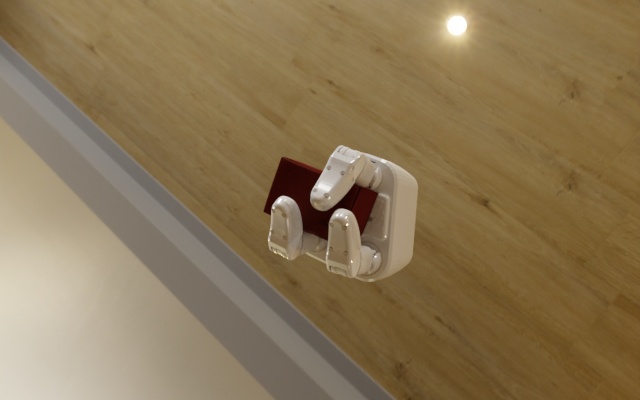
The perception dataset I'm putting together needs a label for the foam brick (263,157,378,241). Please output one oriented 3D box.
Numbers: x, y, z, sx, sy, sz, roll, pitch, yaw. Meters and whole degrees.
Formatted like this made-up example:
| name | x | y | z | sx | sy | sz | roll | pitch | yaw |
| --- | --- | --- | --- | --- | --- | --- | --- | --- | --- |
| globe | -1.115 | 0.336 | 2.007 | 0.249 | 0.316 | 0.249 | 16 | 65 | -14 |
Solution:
| name | x | y | z | sx | sy | sz | roll | pitch | yaw |
| --- | --- | --- | --- | --- | --- | --- | --- | --- | --- |
| foam brick | 0.000 | 0.001 | 0.419 | 0.078 | 0.053 | 0.051 | 23 | 6 | 23 |
